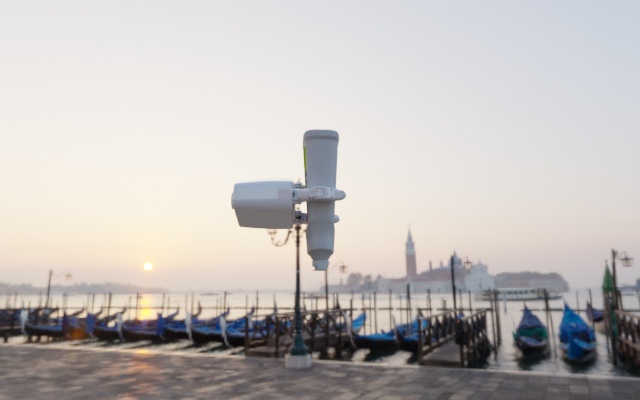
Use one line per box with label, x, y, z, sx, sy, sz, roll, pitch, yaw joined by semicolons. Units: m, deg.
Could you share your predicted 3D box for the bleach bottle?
bleach bottle;0.000;0.003;0.884;0.068;0.250;0.102;0;-11;-3
